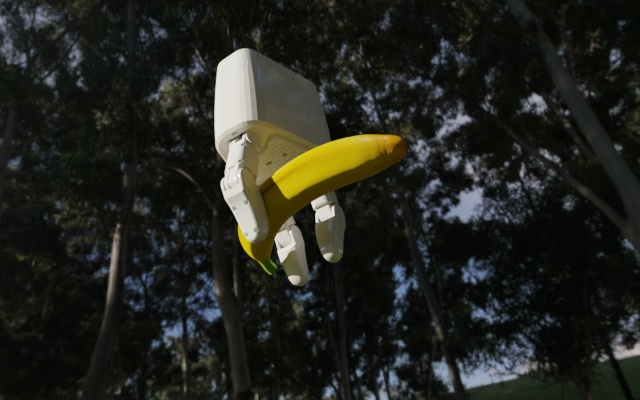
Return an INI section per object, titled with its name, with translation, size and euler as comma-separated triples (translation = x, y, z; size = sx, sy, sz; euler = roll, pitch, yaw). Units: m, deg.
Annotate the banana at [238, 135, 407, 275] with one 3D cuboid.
[banana]
translation = -0.017, -0.002, 0.405
size = 0.070, 0.037, 0.198
euler = 20, -46, -32
